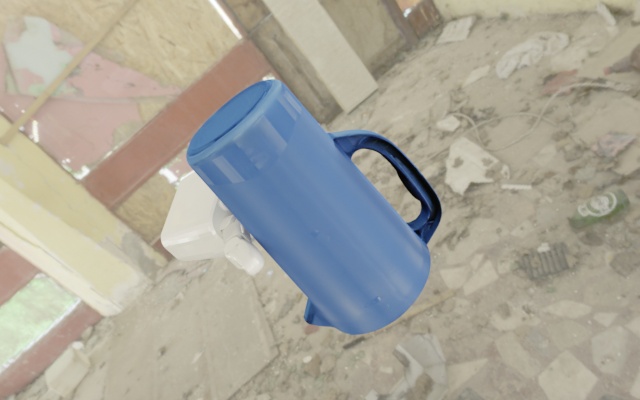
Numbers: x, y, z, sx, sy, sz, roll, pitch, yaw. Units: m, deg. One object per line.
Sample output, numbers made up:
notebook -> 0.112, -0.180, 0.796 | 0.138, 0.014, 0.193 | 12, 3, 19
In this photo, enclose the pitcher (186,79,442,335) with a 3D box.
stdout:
pitcher -> 0.000, 0.002, 0.461 | 0.145, 0.149, 0.243 | -14, -53, 42
